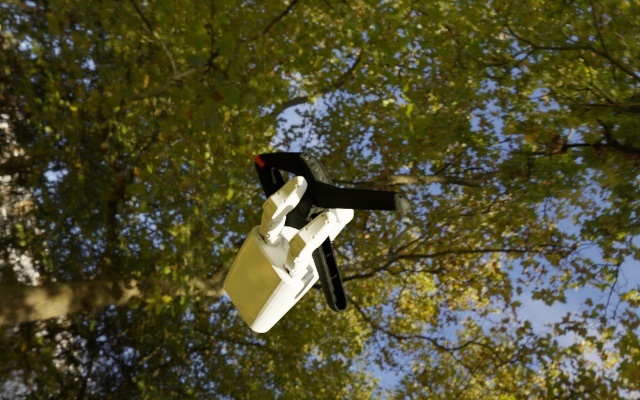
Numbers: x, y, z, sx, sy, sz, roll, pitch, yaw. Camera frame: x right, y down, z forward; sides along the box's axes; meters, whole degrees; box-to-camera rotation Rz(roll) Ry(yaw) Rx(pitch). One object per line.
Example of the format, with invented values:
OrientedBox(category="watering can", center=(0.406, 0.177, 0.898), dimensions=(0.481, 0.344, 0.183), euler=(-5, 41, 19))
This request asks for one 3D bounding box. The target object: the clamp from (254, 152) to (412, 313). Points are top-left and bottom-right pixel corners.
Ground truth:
OrientedBox(category="clamp", center=(0.000, 0.002, 0.552), dimensions=(0.036, 0.165, 0.210), euler=(-9, 52, -50))
